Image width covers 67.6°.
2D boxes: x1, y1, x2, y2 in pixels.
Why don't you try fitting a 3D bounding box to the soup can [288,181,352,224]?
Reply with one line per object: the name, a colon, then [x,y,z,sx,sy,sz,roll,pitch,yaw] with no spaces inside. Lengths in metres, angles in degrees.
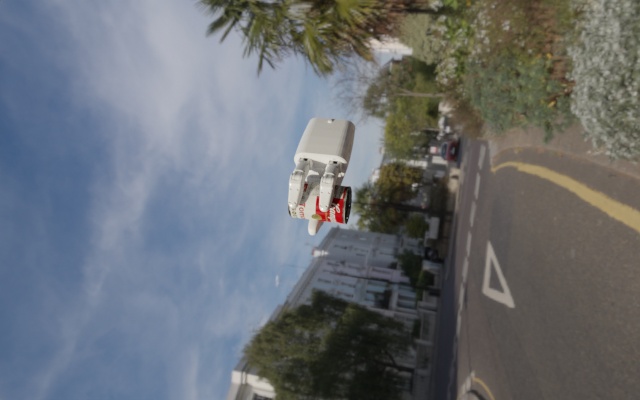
soup can: [0.000,0.003,0.851,0.102,0.068,0.068,7,1,12]
